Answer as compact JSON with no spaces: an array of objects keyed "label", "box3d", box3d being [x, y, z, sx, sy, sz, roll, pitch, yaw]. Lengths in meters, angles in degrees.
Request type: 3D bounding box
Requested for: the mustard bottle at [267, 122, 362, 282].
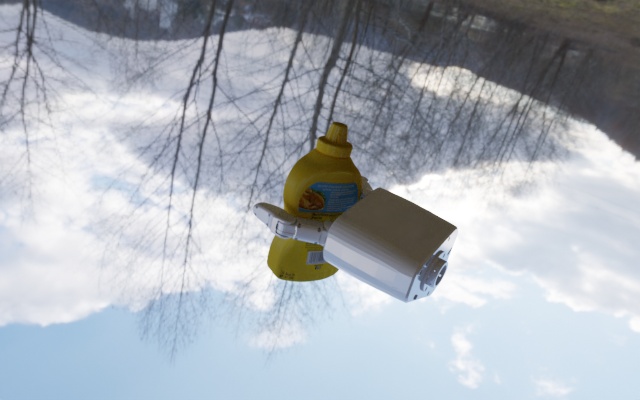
[{"label":"mustard bottle","box3d":[0.000,0.002,0.563,0.096,0.192,0.058,0,26,-32]}]
